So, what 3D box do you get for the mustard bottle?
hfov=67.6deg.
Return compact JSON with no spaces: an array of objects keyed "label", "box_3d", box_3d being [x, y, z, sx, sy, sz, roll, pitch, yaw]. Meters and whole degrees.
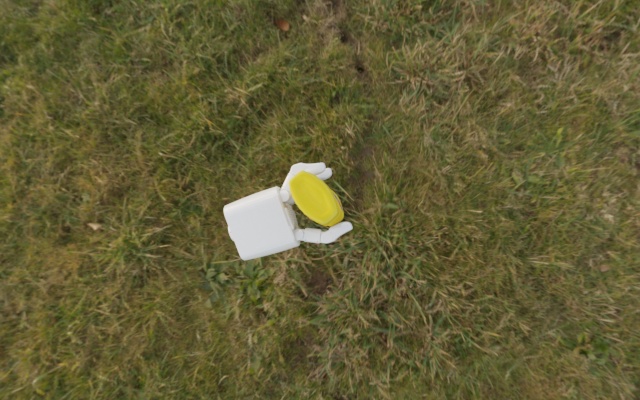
[{"label":"mustard bottle","box_3d":[0.000,0.003,0.850,0.058,0.096,0.191,-42,-9,2]}]
